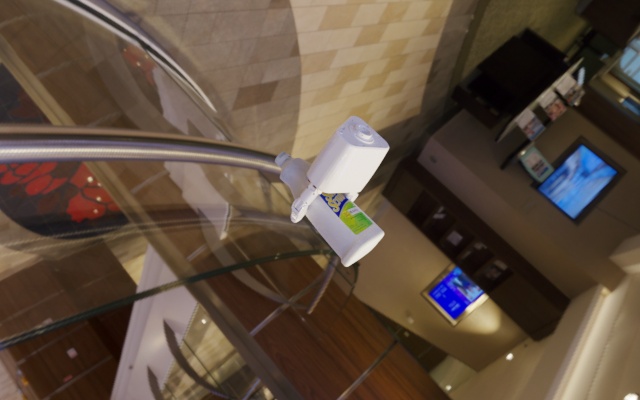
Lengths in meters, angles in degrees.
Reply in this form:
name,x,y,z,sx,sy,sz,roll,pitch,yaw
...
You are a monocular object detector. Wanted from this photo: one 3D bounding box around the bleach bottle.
name,x,y,z,sx,sy,sz,roll,pitch,yaw
bleach bottle,0.000,0.003,0.898,0.102,0.250,0.068,-24,-25,-50
